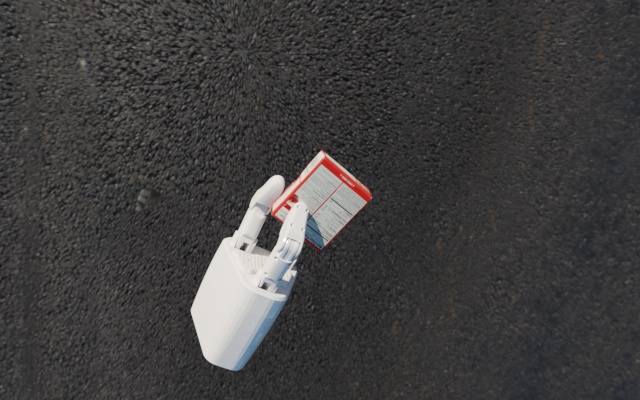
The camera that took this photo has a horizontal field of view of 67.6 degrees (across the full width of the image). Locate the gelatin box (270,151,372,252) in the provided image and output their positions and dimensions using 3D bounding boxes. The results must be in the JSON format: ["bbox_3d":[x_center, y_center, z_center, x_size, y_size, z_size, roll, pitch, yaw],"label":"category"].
[{"bbox_3d":[0.000,0.002,0.528,0.073,0.089,0.030,39,14,-19],"label":"gelatin box"}]
